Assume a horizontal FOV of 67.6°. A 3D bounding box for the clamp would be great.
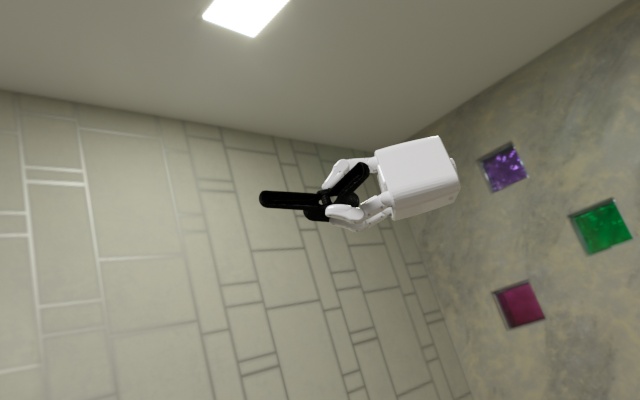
[{"bbox_3d":[0.000,0.002,0.759,0.164,0.036,0.210,-13,-18,3],"label":"clamp"}]
